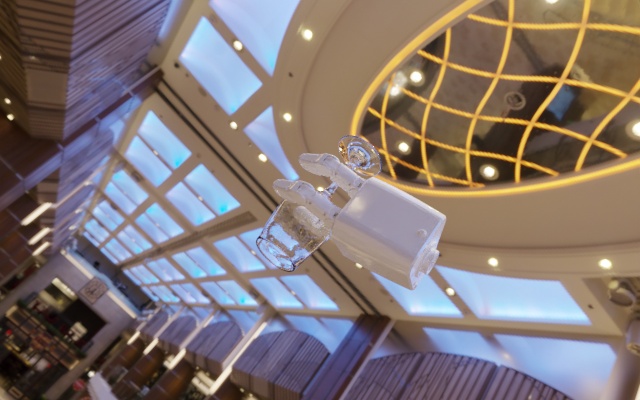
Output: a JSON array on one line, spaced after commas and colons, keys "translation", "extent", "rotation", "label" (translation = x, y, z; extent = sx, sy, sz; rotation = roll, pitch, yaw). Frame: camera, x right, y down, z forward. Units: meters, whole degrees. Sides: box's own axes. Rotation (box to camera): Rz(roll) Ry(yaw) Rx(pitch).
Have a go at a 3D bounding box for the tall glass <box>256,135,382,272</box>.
[{"translation": [0.000, 0.002, 0.642], "extent": [0.079, 0.079, 0.201], "rotation": [0, 42, 51], "label": "tall glass"}]
